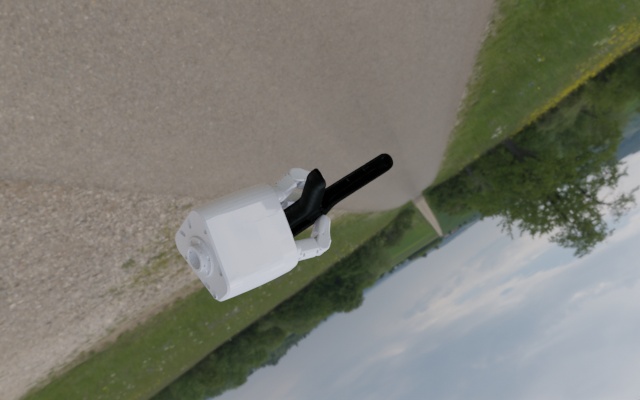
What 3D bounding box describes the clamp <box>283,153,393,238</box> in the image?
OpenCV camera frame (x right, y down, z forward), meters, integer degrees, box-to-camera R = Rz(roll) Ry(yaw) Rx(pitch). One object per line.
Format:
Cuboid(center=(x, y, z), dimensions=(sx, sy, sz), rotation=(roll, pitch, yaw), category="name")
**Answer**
Cuboid(center=(0.000, 0.003, 0.670), dimensions=(0.164, 0.036, 0.210), rotation=(-18, -17, -41), category="clamp")
